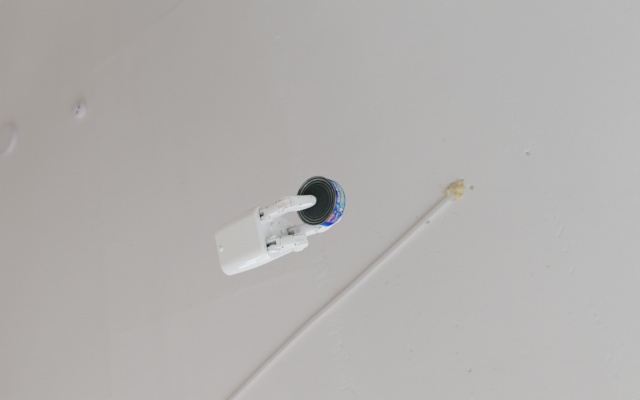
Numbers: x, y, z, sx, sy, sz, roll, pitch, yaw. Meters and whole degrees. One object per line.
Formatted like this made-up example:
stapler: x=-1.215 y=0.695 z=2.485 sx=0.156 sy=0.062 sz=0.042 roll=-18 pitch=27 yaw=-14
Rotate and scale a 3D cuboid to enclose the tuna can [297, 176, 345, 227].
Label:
tuna can: x=0.001 y=0.003 z=0.822 sx=0.086 sy=0.086 sz=0.034 roll=0 pitch=-9 yaw=38
